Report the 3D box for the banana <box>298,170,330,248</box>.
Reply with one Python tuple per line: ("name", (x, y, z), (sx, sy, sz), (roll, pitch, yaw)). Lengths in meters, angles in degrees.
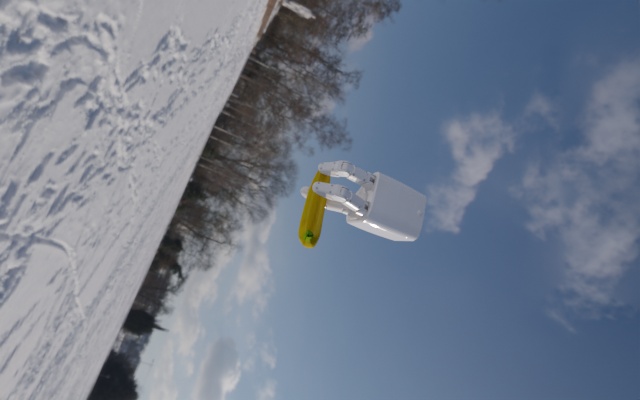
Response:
("banana", (-0.008, 0.017, 0.817), (0.037, 0.070, 0.197), (23, 38, -11))
